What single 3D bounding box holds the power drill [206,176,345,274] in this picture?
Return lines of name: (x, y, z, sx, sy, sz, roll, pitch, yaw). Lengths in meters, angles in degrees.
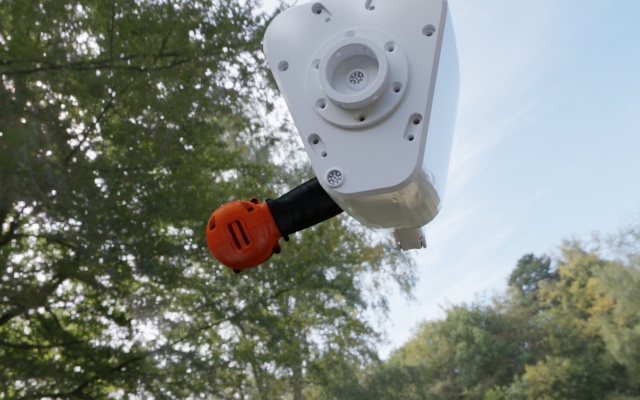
power drill: (0.000, 0.001, 0.404, 0.187, 0.057, 0.184, -27, 0, -6)
